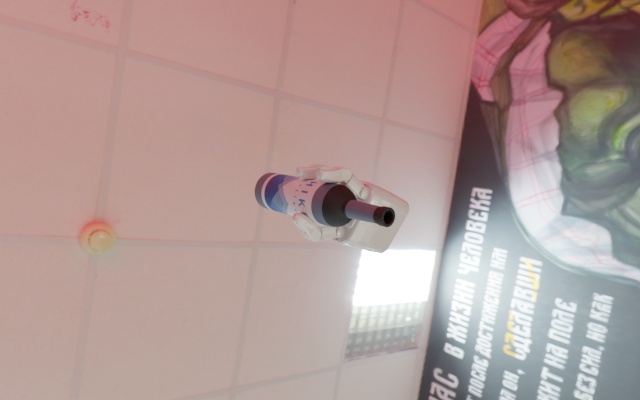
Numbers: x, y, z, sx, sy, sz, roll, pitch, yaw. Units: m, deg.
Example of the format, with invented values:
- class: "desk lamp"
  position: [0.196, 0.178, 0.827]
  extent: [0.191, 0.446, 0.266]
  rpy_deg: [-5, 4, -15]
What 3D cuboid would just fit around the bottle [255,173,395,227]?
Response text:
- class: "bottle"
  position: [0.000, 0.002, 0.757]
  extent: [0.069, 0.069, 0.295]
  rpy_deg: [0, 8, -39]
